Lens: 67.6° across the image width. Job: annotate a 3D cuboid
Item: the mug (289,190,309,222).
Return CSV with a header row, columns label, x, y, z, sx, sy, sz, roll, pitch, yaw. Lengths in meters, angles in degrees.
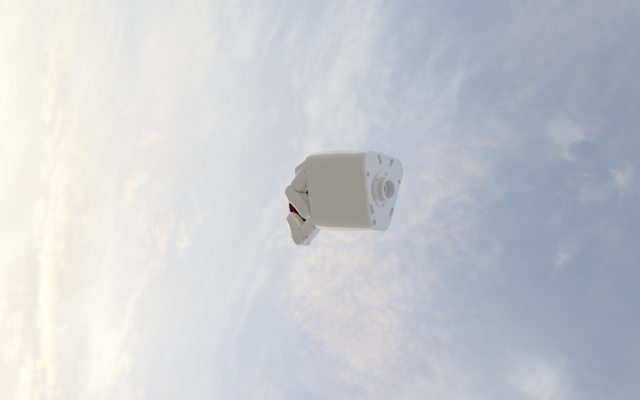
label,x,y,z,sx,sy,sz,roll,pitch,yaw
mug,-0.001,0.003,0.788,0.117,0.093,0.081,1,-5,45
